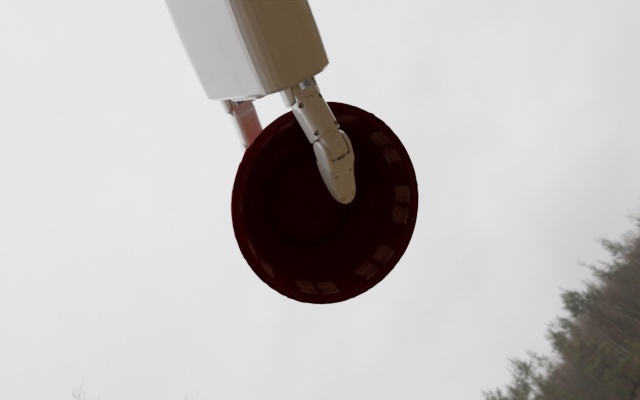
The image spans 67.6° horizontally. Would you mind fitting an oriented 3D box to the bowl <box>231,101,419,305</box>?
[{"bbox_3d":[0.000,0.003,0.402,0.162,0.162,0.055,0,5,-22],"label":"bowl"}]
